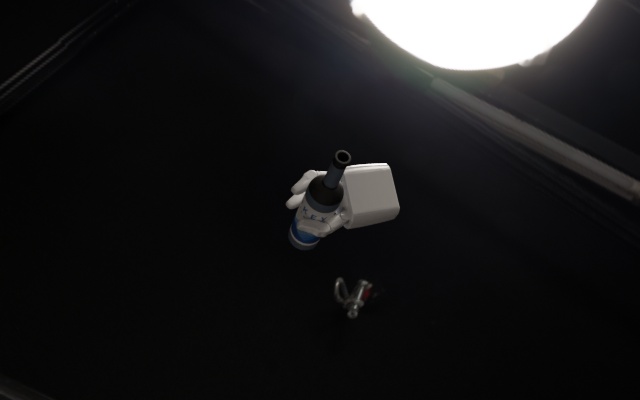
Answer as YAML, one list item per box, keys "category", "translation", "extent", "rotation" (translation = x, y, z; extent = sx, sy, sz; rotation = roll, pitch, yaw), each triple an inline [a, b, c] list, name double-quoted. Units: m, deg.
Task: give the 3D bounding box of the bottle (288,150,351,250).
- category: "bottle"
  translation: [0.000, 0.003, 0.885]
  extent: [0.069, 0.069, 0.296]
  rotation: [0, -29, -16]
